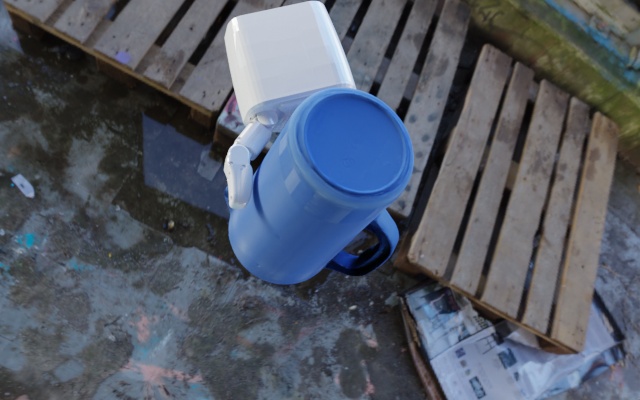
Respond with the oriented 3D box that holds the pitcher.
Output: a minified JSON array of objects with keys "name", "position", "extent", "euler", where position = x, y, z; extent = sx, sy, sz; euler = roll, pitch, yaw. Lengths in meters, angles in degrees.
[{"name":"pitcher","position":[0.000,0.001,0.478],"extent":[0.149,0.145,0.243],"euler":[-9,-17,-22]}]
